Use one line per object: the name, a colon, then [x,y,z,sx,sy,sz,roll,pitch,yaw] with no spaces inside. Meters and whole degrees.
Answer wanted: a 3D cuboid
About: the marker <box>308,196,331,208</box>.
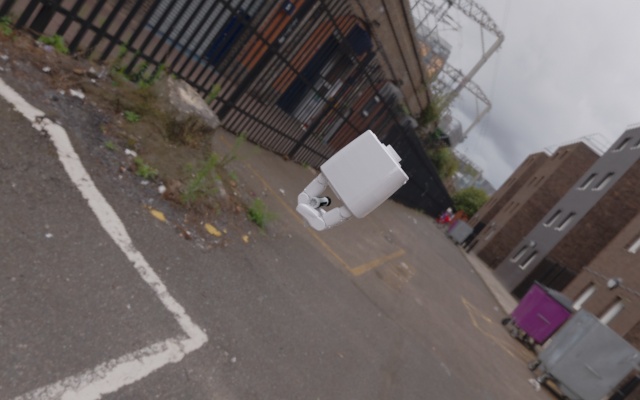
marker: [0.000,0.003,0.850,0.020,0.020,0.121,0,1,12]
